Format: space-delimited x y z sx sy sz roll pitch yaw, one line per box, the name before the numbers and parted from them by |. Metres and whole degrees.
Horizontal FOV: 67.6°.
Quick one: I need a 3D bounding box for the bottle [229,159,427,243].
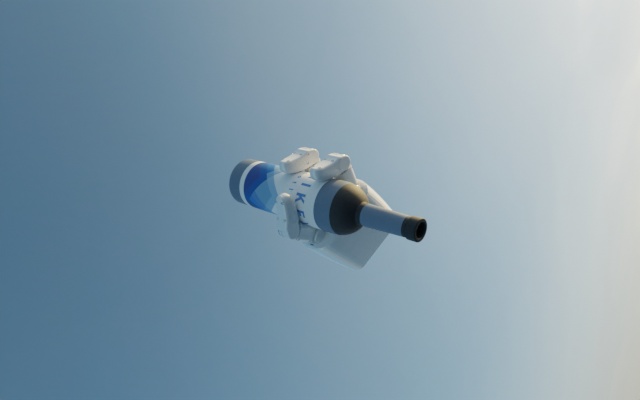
bottle | 0.000 0.002 0.610 0.295 0.069 0.069 16 10 40
